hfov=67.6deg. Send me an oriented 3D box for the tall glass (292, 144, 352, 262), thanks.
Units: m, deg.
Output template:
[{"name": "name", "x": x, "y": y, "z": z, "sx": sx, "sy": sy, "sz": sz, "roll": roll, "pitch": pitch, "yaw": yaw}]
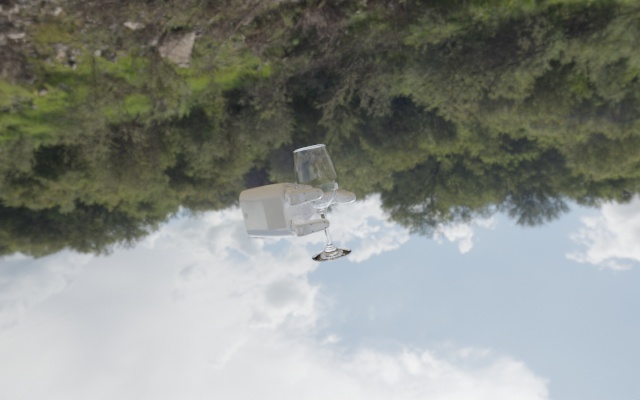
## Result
[{"name": "tall glass", "x": 0.000, "y": 0.003, "z": 0.855, "sx": 0.079, "sy": 0.201, "sz": 0.079, "roll": -11, "pitch": 9, "yaw": 2}]
